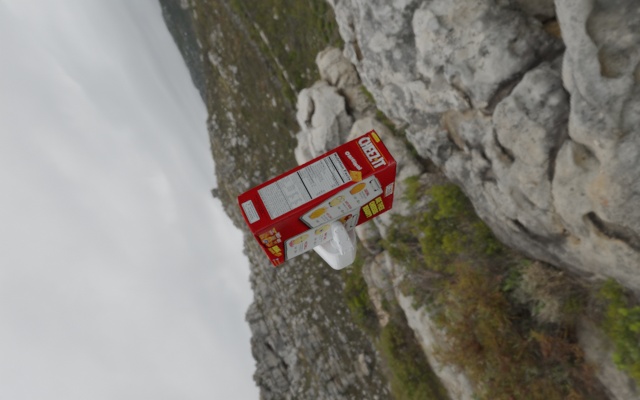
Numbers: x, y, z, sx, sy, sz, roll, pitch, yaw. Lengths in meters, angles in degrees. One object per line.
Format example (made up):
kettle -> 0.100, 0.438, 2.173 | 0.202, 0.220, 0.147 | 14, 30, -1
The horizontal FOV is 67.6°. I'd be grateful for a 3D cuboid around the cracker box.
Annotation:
cracker box -> 0.000, 0.003, 0.703 | 0.213, 0.072, 0.164 | -27, -23, -6
